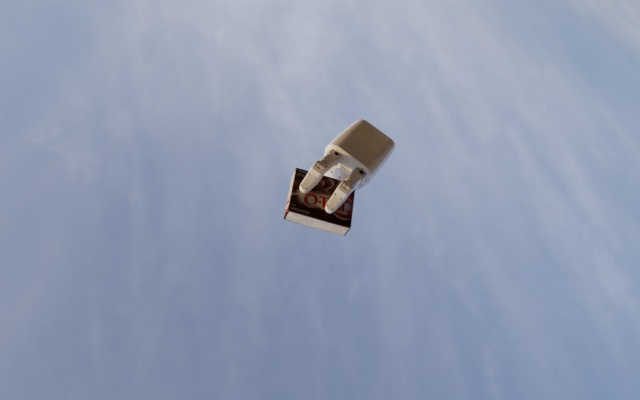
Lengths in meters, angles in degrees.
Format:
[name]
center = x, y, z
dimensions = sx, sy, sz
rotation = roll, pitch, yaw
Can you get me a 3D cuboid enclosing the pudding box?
[pudding box]
center = 0.000, 0.003, 0.815
dimensions = 0.113, 0.090, 0.039
rotation = 14, -35, -9
